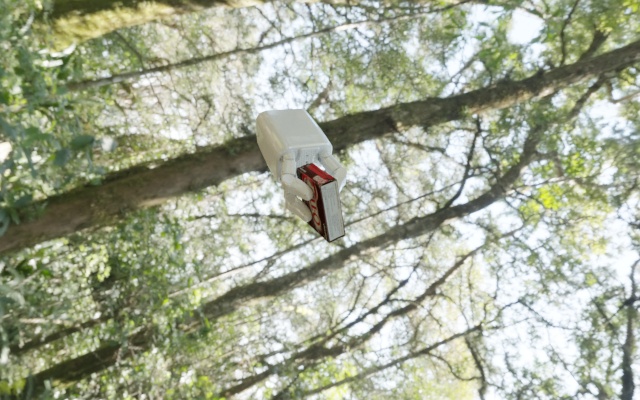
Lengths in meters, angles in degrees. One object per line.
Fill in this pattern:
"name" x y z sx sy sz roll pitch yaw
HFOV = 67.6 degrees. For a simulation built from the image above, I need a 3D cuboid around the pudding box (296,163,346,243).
"pudding box" 0.000 0.003 0.811 0.039 0.114 0.090 -23 31 -18
